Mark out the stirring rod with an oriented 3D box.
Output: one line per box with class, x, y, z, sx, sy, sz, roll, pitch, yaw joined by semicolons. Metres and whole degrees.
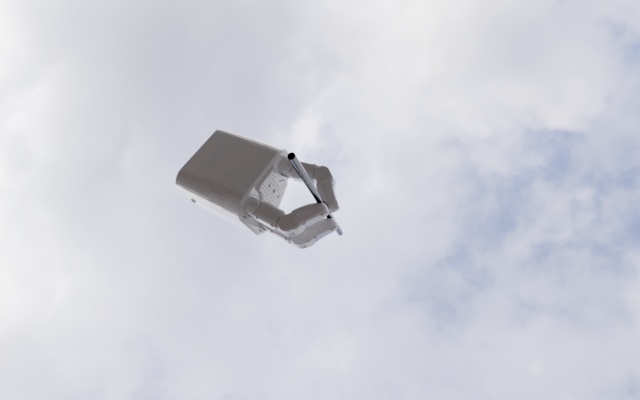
stirring rod;0.000;0.002;0.554;0.011;0.011;0.240;0;-21;14
